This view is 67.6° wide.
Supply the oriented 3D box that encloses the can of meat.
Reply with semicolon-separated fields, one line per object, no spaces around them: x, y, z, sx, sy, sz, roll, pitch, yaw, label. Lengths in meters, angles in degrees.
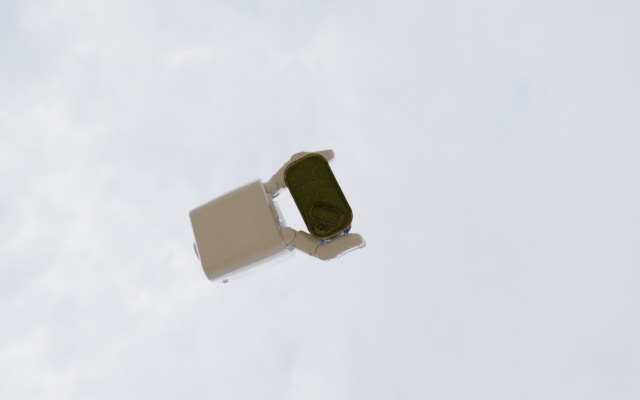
0.000;0.002;0.603;0.057;0.102;0.084;-26;-12;-1;can of meat
